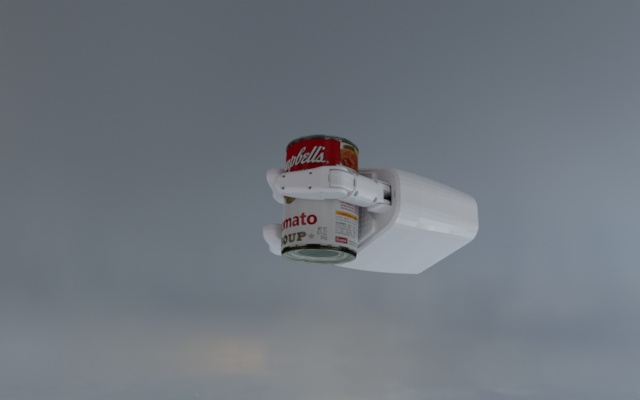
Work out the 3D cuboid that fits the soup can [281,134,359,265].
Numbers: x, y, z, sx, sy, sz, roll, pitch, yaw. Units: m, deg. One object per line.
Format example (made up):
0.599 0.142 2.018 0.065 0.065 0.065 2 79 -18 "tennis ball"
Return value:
0.000 0.002 0.429 0.068 0.102 0.068 2 -18 1 "soup can"
